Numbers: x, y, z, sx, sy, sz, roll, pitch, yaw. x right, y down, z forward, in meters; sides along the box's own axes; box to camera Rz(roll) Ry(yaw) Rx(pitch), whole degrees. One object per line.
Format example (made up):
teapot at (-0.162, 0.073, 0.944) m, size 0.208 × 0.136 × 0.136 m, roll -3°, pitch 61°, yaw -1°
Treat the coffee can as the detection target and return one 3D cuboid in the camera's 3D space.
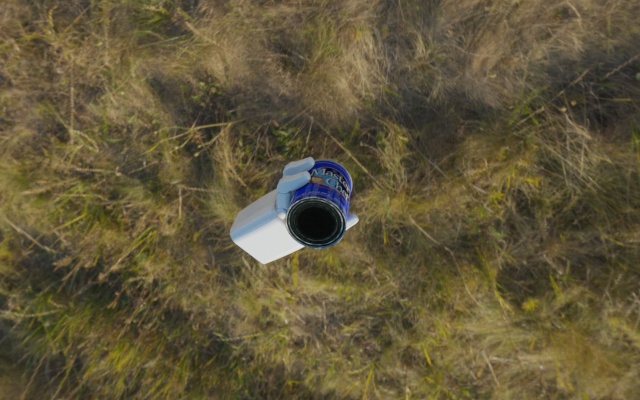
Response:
coffee can at (0.000, 0.003, 0.840) m, size 0.103 × 0.103 × 0.140 m, roll 0°, pitch 30°, yaw 8°
